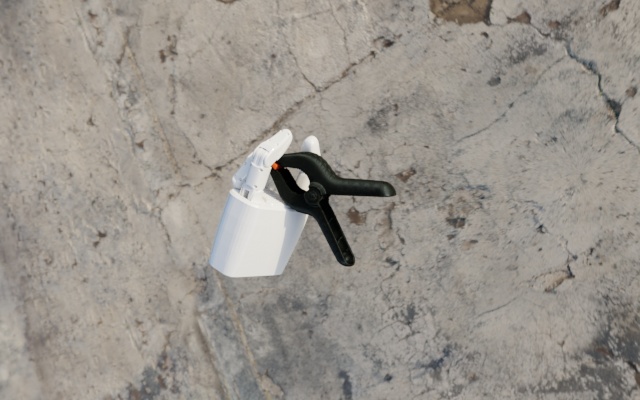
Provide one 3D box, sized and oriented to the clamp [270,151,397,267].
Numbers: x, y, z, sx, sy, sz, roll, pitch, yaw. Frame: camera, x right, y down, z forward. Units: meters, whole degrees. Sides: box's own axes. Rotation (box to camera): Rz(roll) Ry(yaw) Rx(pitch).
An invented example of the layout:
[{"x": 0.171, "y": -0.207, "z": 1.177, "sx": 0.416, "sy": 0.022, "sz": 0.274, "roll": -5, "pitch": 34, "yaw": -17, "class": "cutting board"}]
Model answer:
[{"x": 0.000, "y": 0.002, "z": 0.597, "sx": 0.171, "sy": 0.120, "sz": 0.039, "roll": 29, "pitch": 16, "yaw": 24, "class": "clamp"}]
